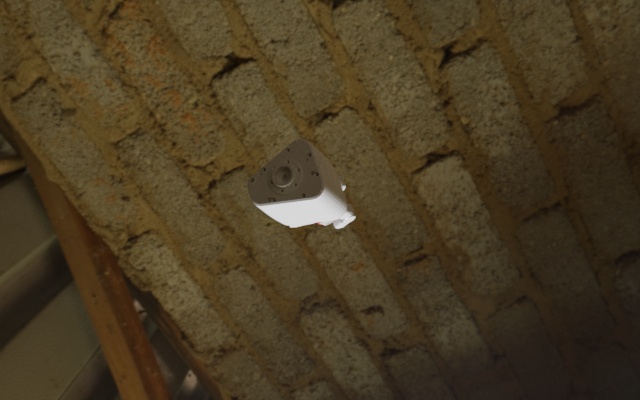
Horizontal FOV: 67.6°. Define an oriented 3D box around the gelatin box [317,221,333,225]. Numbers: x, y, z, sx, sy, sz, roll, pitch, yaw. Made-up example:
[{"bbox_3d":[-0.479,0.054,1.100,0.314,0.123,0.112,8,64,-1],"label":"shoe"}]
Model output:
[{"bbox_3d":[0.000,0.003,0.810,0.030,0.073,0.089,-24,-8,6],"label":"gelatin box"}]
